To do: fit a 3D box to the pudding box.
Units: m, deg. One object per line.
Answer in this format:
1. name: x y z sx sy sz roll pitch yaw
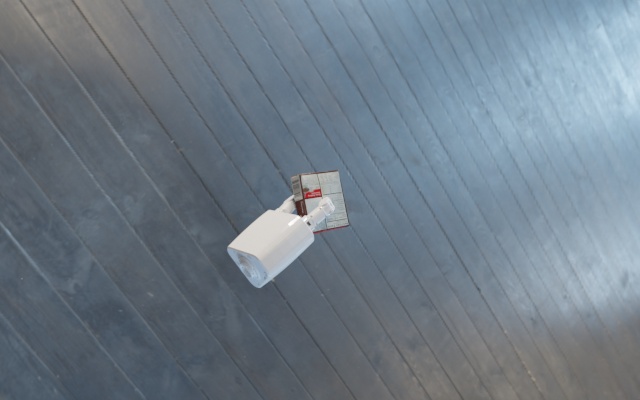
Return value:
1. pudding box: 0.000 0.003 0.895 0.090 0.113 0.039 -8 -3 -32
